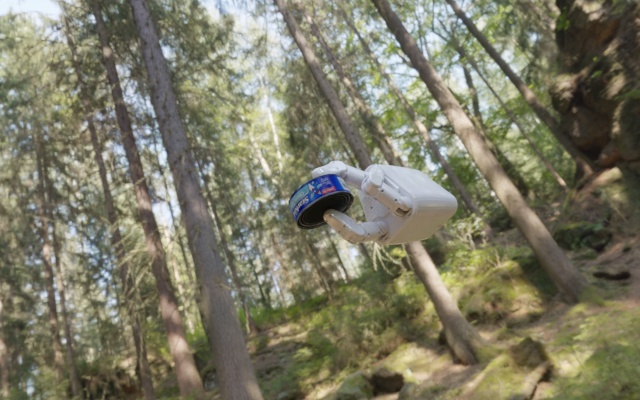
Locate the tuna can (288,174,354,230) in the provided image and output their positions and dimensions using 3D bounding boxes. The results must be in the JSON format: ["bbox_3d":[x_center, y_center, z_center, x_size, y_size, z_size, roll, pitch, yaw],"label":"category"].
[{"bbox_3d":[0.000,0.002,0.652,0.086,0.033,0.086,-23,-25,-12],"label":"tuna can"}]
